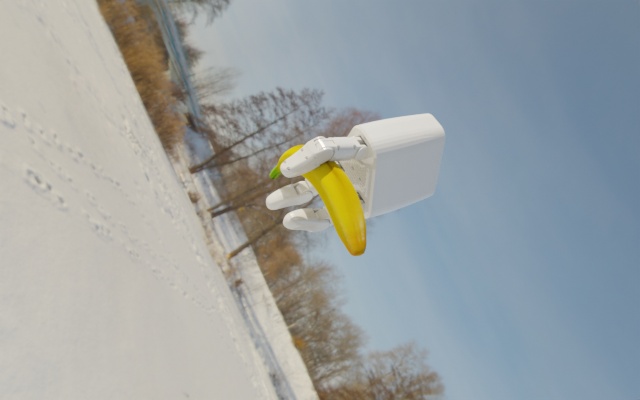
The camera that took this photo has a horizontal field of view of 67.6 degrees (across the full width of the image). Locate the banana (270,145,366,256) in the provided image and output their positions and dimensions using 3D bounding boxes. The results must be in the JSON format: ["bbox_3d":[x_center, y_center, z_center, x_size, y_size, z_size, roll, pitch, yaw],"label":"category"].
[{"bbox_3d":[0.002,-0.016,0.545,0.037,0.070,0.197,-5,31,-31],"label":"banana"}]
